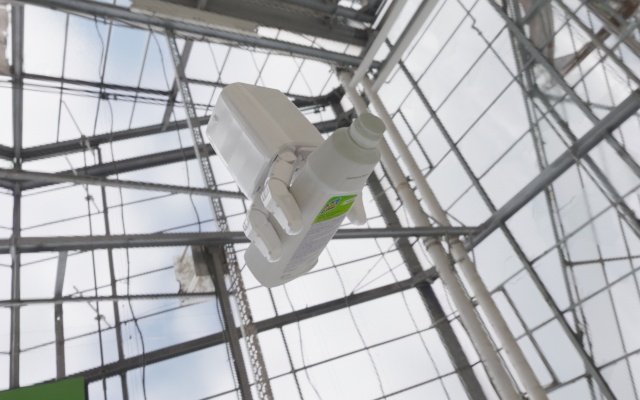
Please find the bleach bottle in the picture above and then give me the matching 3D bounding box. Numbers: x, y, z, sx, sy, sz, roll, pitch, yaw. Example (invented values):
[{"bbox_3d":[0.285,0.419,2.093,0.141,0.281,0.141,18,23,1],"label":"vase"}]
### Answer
[{"bbox_3d":[0.000,0.002,0.529,0.102,0.068,0.251,-23,-23,-43],"label":"bleach bottle"}]
